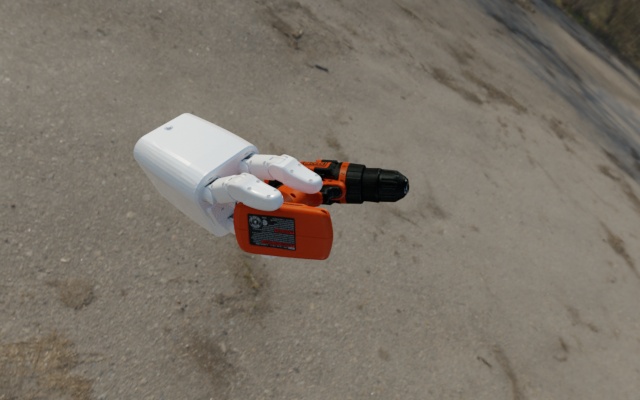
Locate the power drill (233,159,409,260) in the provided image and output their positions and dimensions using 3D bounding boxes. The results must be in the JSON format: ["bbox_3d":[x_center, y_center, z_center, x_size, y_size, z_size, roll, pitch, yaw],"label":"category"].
[{"bbox_3d":[0.000,0.002,0.541,0.184,0.057,0.187,3,20,16],"label":"power drill"}]
